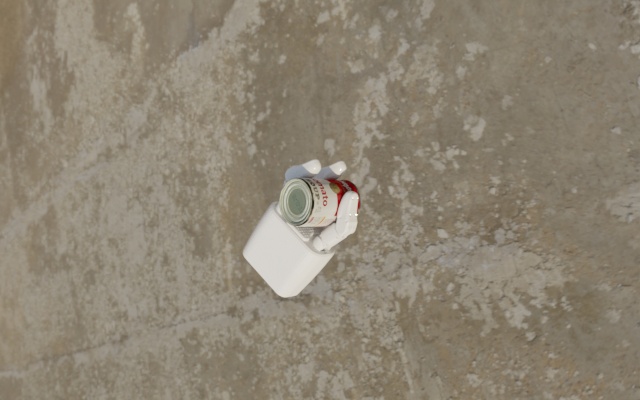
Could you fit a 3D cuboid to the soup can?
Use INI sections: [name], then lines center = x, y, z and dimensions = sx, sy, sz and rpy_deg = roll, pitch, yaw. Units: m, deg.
[soup can]
center = 0.000, 0.002, 0.679
dimensions = 0.068, 0.068, 0.102
rpy_deg = 0, -1, 44
